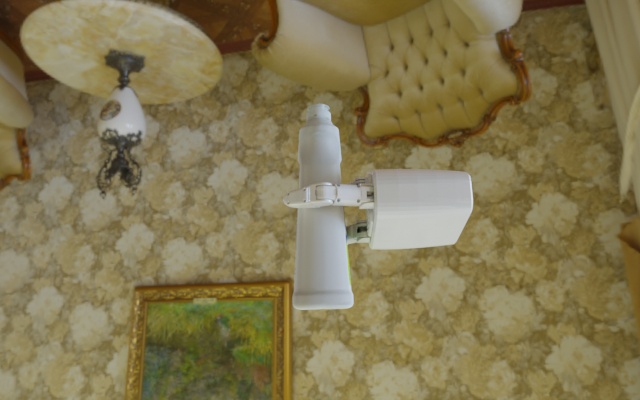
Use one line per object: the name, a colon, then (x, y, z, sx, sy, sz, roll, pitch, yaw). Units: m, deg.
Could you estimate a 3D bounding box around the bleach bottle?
bleach bottle: (0.000, 0.002, 0.573, 0.068, 0.250, 0.102, -1, -13, -1)
